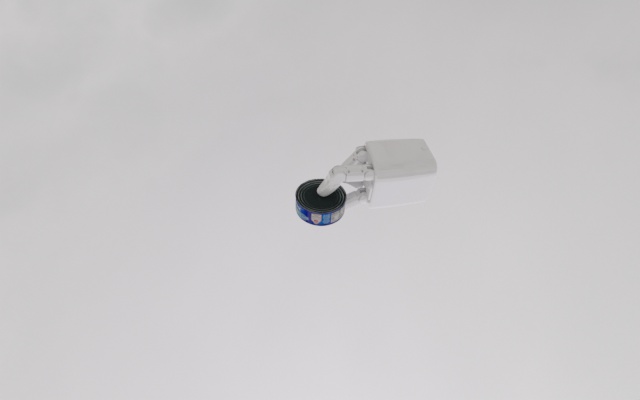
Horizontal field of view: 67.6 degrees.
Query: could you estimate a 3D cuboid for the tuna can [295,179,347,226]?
[{"bbox_3d":[0.000,0.003,0.803,0.086,0.034,0.086,2,42,-2],"label":"tuna can"}]
